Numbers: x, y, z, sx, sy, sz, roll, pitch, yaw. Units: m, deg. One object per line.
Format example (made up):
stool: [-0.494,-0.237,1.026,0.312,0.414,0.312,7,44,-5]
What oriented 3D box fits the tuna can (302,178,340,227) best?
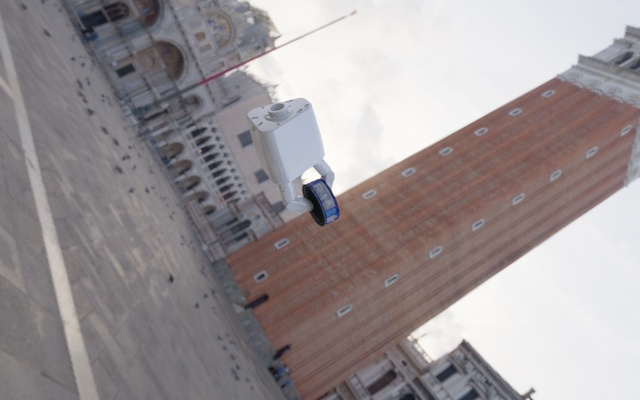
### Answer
tuna can: [0.001,0.003,0.882,0.034,0.086,0.086,-25,8,-17]
